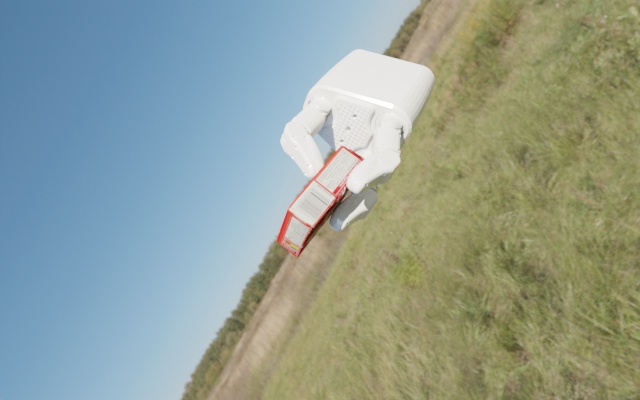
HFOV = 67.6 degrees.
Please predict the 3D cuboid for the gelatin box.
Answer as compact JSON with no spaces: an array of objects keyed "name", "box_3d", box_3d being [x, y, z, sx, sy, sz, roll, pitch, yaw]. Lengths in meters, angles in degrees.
[{"name":"gelatin box","box_3d":[0.000,0.001,0.443,0.030,0.089,0.073,36,-29,5]}]
